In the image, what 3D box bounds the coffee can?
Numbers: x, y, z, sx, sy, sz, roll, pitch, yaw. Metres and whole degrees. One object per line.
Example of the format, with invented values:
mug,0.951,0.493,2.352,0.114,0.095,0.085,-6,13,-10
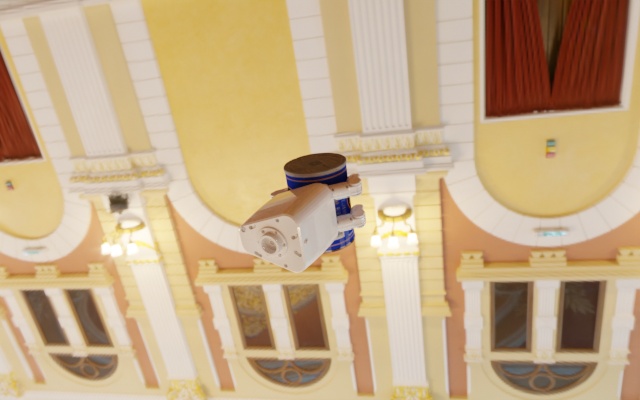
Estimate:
coffee can,0.000,0.002,0.794,0.103,0.140,0.102,-7,22,3
